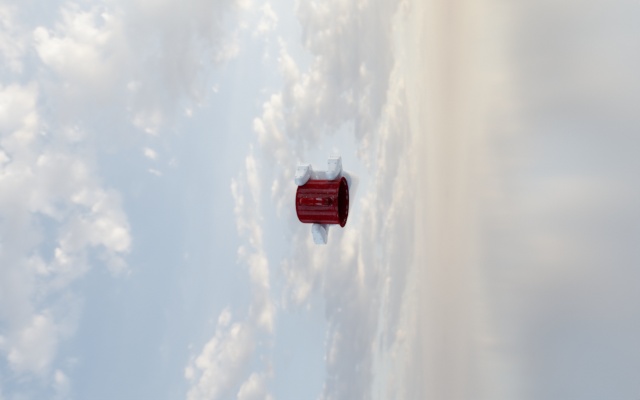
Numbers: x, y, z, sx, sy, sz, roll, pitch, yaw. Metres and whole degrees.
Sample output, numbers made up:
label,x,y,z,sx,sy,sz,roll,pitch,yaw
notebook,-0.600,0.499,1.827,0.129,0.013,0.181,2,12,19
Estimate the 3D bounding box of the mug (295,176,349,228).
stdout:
label,x,y,z,sx,sy,sz,roll,pitch,yaw
mug,0.000,0.003,0.863,0.081,0.093,0.117,1,2,16
